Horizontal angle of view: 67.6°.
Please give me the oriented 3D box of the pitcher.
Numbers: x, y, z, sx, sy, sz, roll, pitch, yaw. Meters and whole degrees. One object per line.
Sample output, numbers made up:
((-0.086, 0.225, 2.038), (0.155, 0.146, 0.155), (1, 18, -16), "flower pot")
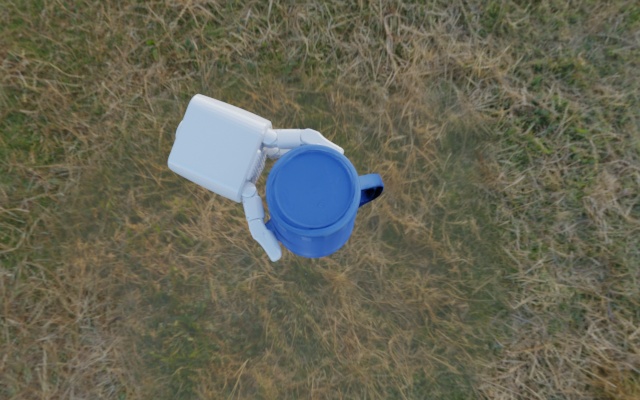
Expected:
((0.000, 0.002, 0.647), (0.145, 0.149, 0.243), (26, -9, 3), "pitcher")
